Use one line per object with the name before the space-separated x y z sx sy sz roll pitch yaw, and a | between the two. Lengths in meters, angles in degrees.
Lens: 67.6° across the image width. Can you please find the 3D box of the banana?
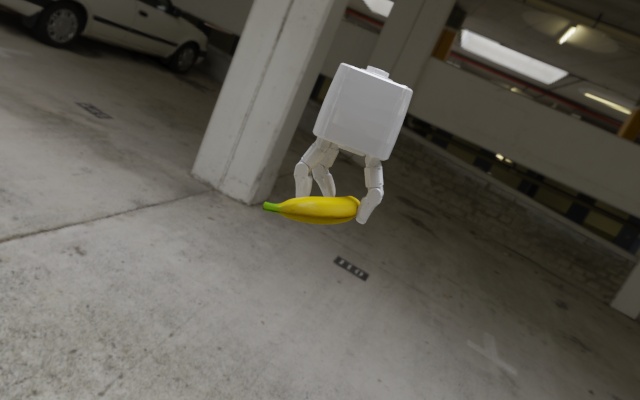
banana | 0.011 0.009 0.689 0.069 0.037 0.198 28 16 37
